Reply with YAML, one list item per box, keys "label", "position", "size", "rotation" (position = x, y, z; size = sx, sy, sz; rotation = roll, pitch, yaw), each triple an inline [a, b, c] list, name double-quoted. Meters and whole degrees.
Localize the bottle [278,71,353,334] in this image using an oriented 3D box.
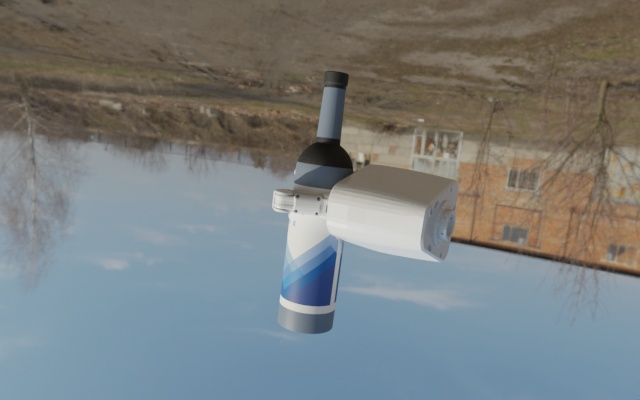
- label: "bottle"
  position: [0.000, 0.002, 0.554]
  size: [0.069, 0.296, 0.069]
  rotation: [7, 7, -1]
